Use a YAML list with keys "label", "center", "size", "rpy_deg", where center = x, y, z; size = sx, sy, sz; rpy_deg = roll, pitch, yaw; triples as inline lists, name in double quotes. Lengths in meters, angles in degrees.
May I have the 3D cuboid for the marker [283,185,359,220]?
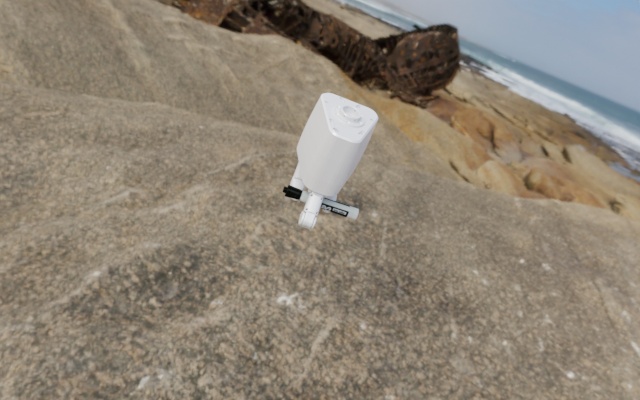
- label: "marker"
  center: [0.000, 0.002, 0.733]
  size: [0.121, 0.020, 0.020]
  rpy_deg: [19, -3, -9]
